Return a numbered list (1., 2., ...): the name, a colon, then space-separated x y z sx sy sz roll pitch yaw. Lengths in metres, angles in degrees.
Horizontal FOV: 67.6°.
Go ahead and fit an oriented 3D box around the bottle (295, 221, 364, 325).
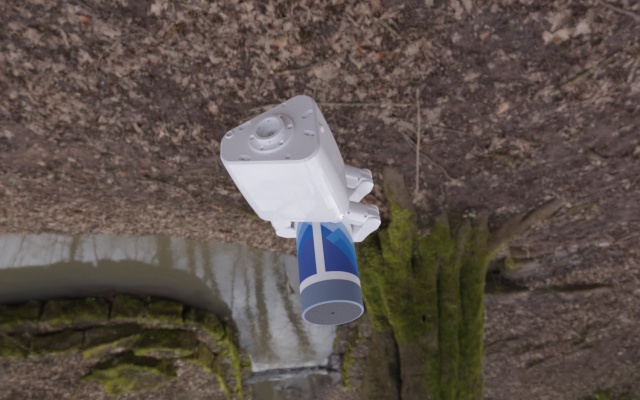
1. bottle: 0.000 0.002 0.593 0.069 0.295 0.069 -4 -36 -3
